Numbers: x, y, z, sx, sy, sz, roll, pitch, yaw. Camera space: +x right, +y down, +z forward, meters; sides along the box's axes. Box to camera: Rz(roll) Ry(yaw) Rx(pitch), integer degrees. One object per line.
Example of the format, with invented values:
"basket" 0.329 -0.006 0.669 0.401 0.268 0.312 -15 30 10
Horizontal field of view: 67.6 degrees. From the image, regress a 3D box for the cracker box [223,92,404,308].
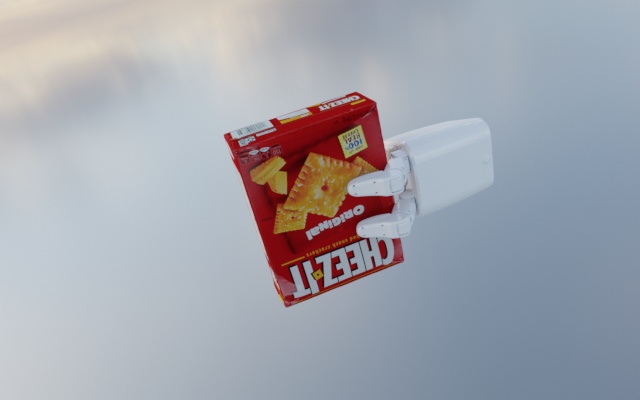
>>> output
"cracker box" 0.000 0.002 0.562 0.164 0.214 0.072 -19 27 -9
